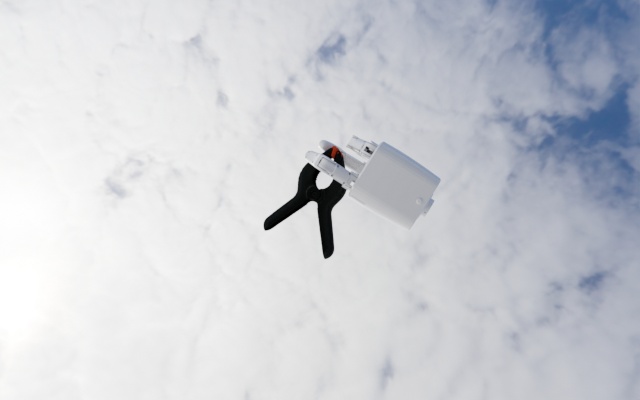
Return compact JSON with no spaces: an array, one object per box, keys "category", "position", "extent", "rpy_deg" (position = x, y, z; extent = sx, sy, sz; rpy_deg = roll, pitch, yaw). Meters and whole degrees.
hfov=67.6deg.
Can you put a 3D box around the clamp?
[{"category":"clamp","position":[0.000,0.002,0.743],"extent":[0.120,0.171,0.039],"rpy_deg":[33,2,8]}]
